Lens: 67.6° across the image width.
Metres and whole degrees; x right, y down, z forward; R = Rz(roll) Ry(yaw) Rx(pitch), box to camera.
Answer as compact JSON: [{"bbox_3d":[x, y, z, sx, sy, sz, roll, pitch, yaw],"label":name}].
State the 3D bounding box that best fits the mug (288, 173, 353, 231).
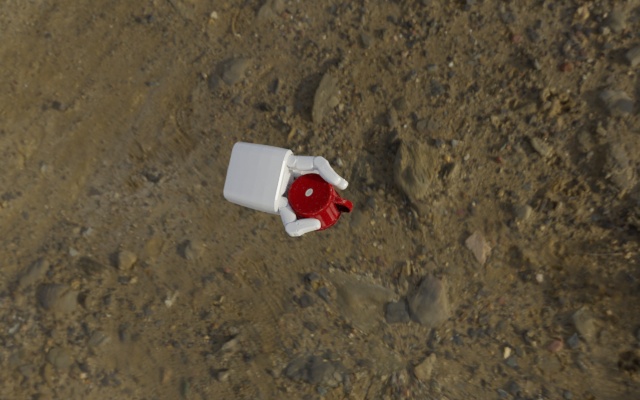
[{"bbox_3d":[0.001,0.003,0.862,0.117,0.093,0.081,11,-16,14],"label":"mug"}]
